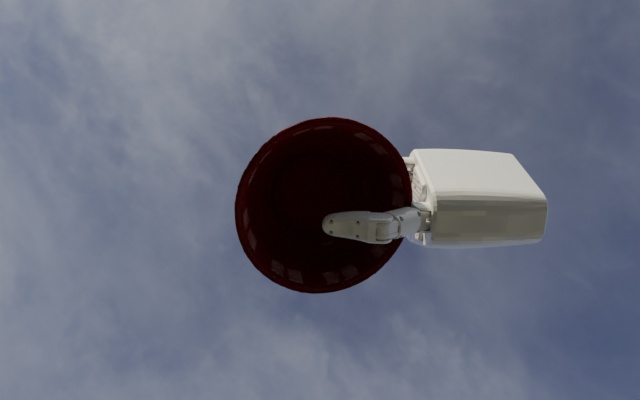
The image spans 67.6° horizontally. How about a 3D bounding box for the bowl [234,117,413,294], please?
[{"bbox_3d":[-0.001,0.001,0.441,0.162,0.162,0.055,0,16,-15],"label":"bowl"}]
